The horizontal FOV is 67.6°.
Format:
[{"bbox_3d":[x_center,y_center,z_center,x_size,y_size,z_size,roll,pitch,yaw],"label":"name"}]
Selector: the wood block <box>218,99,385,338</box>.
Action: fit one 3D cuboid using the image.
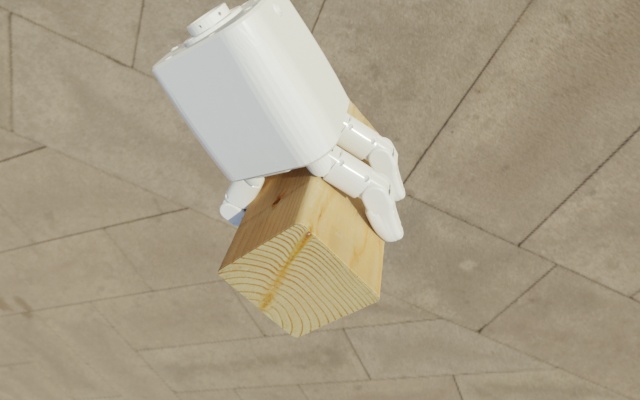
[{"bbox_3d":[0.000,0.001,0.427,0.091,0.090,0.206,-32,25,31],"label":"wood block"}]
